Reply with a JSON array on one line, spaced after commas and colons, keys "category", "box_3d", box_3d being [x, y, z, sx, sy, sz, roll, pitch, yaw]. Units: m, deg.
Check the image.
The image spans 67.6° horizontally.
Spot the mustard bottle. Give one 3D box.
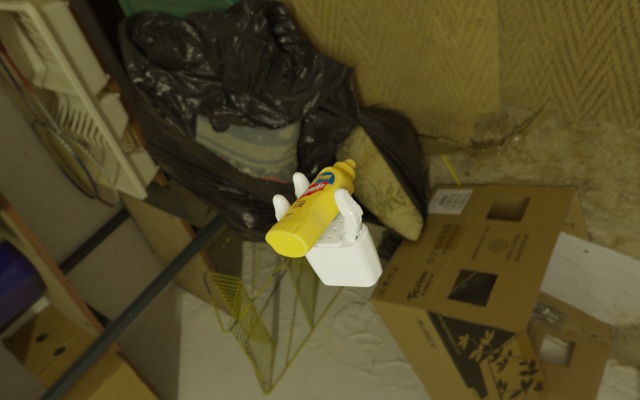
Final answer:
[{"category": "mustard bottle", "box_3d": [0.000, 0.002, 0.751, 0.191, 0.058, 0.096, -51, 19, -30]}]
